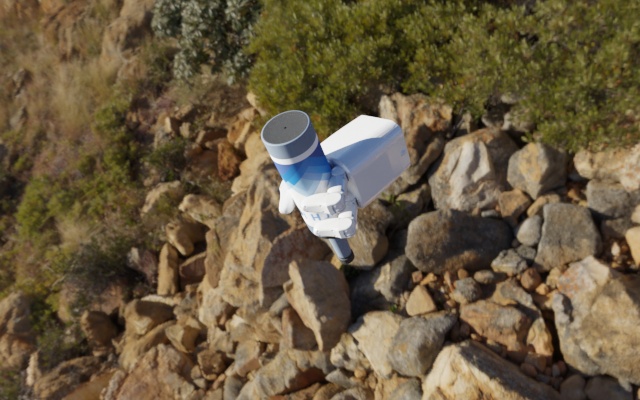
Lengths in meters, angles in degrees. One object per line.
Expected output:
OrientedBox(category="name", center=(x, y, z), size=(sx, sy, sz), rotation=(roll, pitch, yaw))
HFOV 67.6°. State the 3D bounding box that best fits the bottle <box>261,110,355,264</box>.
OrientedBox(category="bottle", center=(0.000, 0.002, 0.706), size=(0.069, 0.069, 0.296), rotation=(0, -40, 23))
